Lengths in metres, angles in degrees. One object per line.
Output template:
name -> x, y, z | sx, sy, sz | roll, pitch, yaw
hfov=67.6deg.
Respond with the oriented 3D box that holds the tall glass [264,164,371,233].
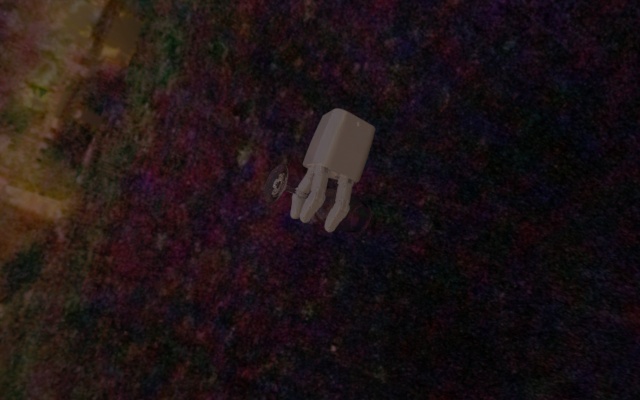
tall glass -> 0.000, 0.003, 0.880 | 0.201, 0.079, 0.079 | 23, -12, -31
